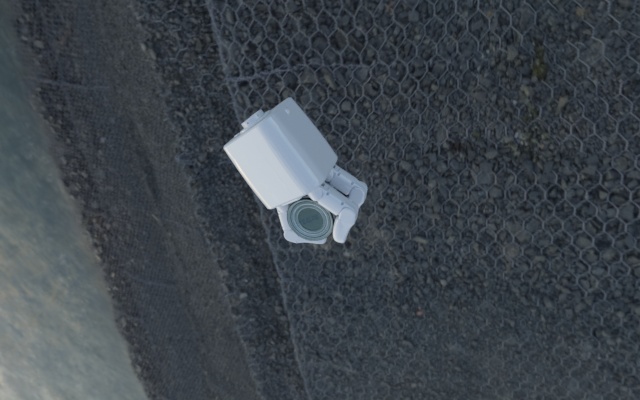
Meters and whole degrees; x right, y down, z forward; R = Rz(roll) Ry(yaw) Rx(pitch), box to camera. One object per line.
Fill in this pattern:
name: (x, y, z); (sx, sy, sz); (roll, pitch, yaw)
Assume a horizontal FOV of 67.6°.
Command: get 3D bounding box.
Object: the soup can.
soup can: (0.000, 0.003, 0.670); (0.068, 0.068, 0.102); (0, 29, 19)
